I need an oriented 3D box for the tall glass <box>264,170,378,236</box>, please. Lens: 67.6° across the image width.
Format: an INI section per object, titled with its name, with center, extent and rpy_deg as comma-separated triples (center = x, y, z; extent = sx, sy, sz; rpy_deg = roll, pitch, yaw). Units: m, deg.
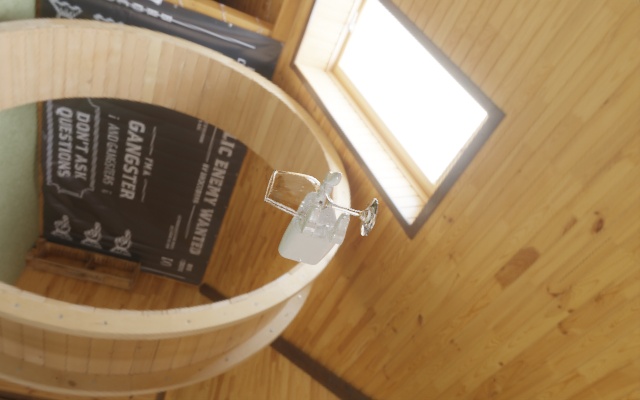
[tall glass]
center = 0.001, 0.003, 0.885
extent = 0.201, 0.079, 0.079
rpy_deg = 18, -4, -13
